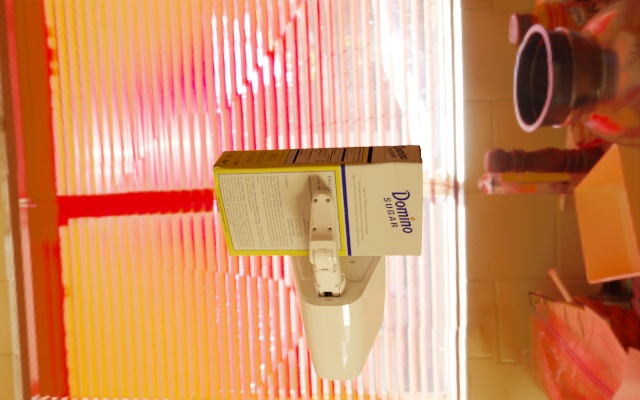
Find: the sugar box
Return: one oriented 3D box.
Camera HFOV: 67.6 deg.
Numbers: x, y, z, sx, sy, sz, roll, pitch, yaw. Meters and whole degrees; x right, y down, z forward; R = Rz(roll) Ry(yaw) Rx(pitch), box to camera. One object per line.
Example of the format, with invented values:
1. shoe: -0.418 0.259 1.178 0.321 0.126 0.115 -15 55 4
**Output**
1. sugar box: 0.000 0.001 0.423 0.176 0.093 0.048 -1 29 7
